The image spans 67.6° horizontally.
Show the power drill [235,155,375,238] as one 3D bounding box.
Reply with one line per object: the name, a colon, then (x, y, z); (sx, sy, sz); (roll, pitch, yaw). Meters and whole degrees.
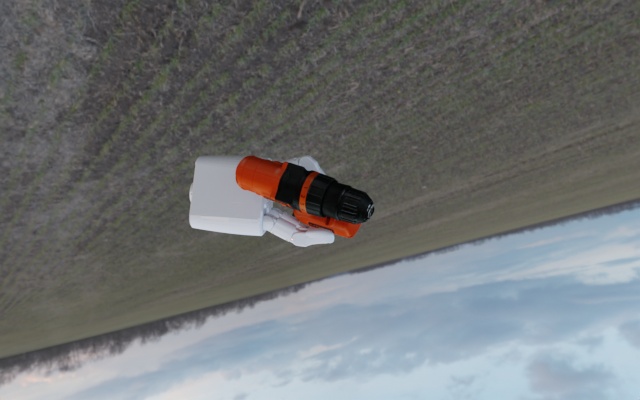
power drill: (0.000, 0.002, 0.642); (0.184, 0.057, 0.188); (20, -8, 22)
